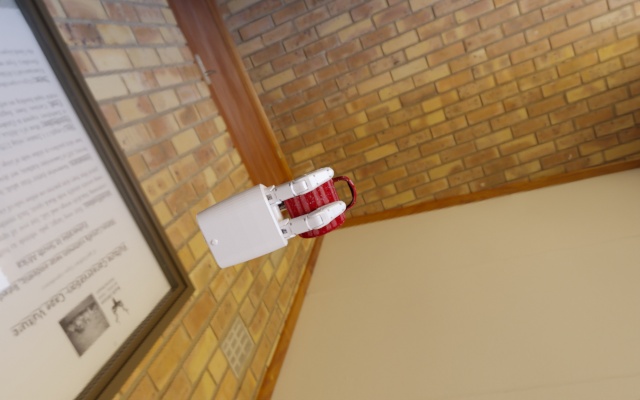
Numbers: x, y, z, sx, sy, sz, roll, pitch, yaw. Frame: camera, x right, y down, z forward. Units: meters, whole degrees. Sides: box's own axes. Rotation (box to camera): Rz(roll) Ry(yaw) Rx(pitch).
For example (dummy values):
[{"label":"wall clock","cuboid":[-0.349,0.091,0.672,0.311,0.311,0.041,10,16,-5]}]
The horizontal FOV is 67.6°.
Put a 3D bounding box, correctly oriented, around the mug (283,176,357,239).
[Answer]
[{"label":"mug","cuboid":[0.002,0.002,0.748,0.117,0.081,0.093,-21,15,2]}]
